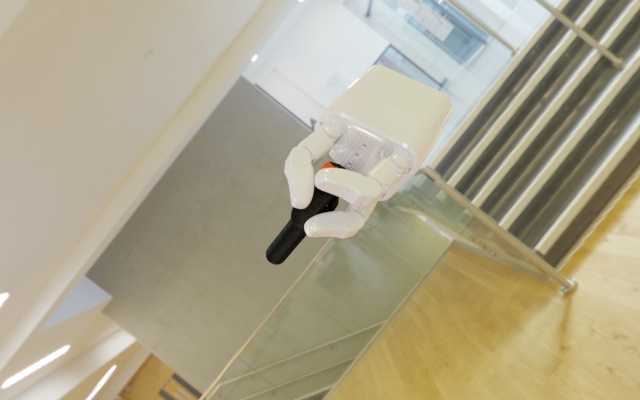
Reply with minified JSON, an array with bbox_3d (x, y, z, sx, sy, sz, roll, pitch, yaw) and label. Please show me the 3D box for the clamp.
[{"bbox_3d":[0.000,0.001,0.528,0.039,0.120,0.171,39,-35,0],"label":"clamp"}]
